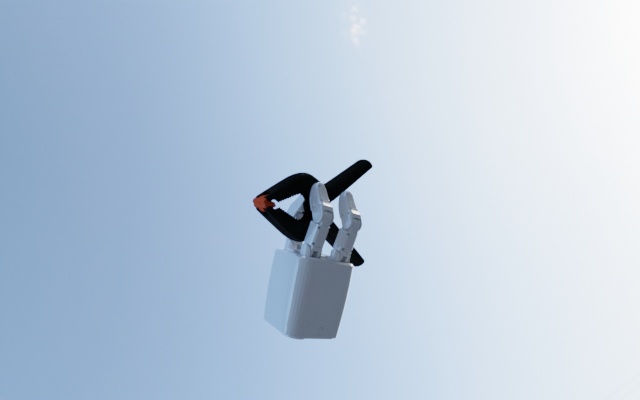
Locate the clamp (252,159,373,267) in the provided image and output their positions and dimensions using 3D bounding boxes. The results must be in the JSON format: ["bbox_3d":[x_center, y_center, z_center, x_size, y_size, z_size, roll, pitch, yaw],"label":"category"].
[{"bbox_3d":[-0.001,0.002,0.679,0.210,0.164,0.036,16,-9,-41],"label":"clamp"}]
